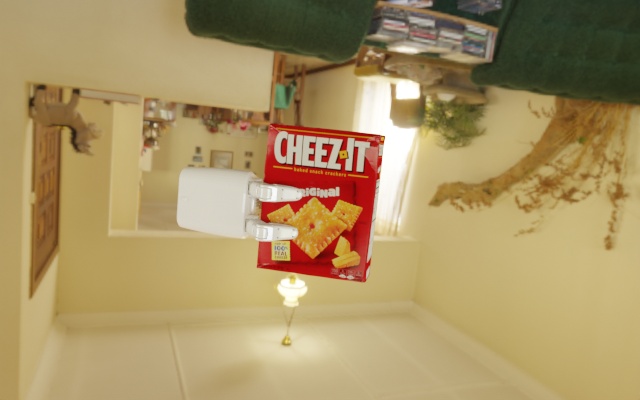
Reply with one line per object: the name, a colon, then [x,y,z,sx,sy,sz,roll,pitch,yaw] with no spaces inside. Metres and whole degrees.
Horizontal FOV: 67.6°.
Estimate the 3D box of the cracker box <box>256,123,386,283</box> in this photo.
cracker box: [0.000,0.002,0.698,0.164,0.214,0.072,7,8,11]
